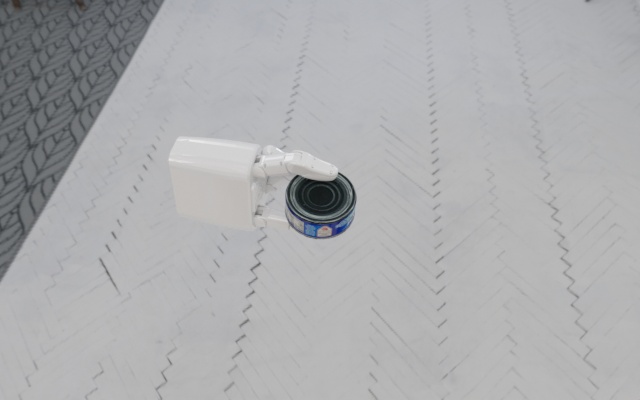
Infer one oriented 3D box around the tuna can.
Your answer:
[{"bbox_3d":[0.000,0.002,0.570,0.086,0.086,0.034,0,-37,-3],"label":"tuna can"}]
